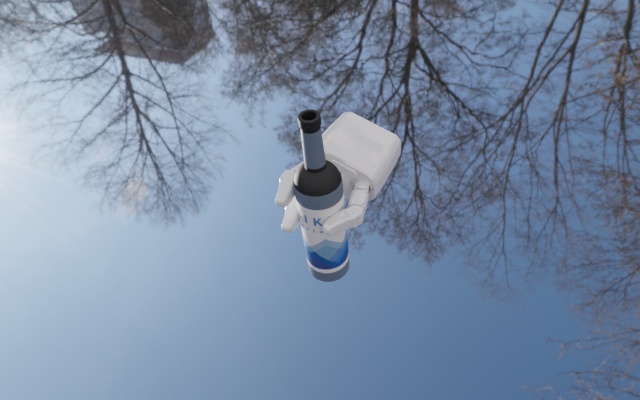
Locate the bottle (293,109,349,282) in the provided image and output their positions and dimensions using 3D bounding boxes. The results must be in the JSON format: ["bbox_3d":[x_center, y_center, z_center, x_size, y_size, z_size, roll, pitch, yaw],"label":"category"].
[{"bbox_3d":[0.000,0.002,0.669,0.069,0.069,0.296,0,-44,7],"label":"bottle"}]
